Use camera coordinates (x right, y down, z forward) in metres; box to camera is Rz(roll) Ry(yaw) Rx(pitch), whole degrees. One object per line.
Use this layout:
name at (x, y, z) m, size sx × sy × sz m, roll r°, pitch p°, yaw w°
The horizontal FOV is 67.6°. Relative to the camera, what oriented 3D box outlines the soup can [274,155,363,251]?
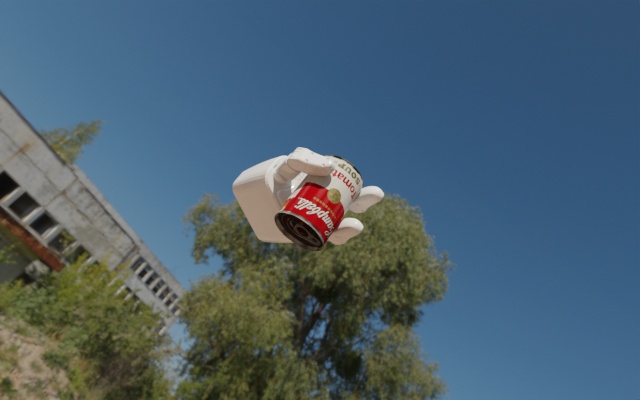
soup can at (0.000, 0.002, 0.582) m, size 0.068 × 0.102 × 0.069 m, roll 27°, pitch -30°, yaw 17°
